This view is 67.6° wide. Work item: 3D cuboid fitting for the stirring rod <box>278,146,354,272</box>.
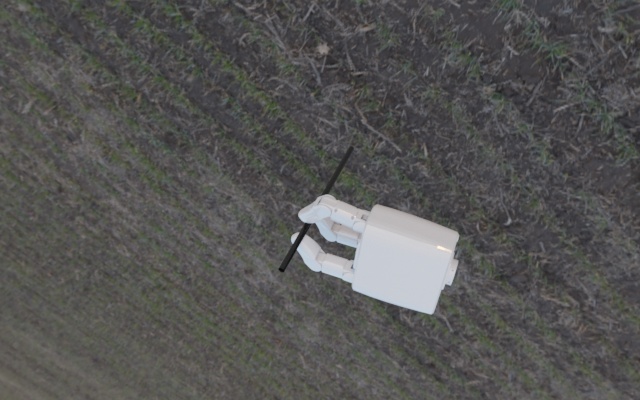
[{"bbox_3d":[0.000,0.002,0.644,0.011,0.011,0.239,0,42,32],"label":"stirring rod"}]
